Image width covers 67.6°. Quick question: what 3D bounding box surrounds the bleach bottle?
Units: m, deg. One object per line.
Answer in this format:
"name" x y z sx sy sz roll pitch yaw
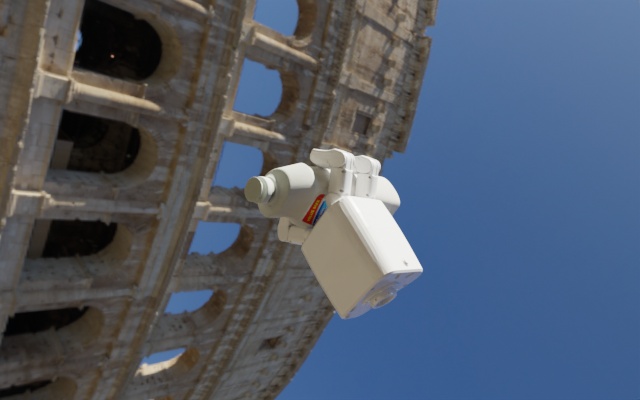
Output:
"bleach bottle" 0.000 0.002 0.628 0.251 0.068 0.102 6 -44 -50
